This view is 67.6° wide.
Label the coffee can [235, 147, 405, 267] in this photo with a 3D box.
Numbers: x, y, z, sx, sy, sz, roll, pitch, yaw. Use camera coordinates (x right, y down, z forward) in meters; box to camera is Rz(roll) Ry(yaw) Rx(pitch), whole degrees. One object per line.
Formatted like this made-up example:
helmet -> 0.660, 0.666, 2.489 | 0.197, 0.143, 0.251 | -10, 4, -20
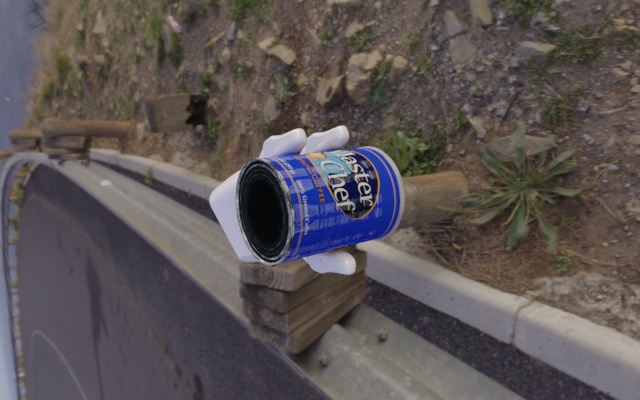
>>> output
coffee can -> 0.000, 0.002, 0.484 | 0.140, 0.103, 0.103 | -10, 6, -36
